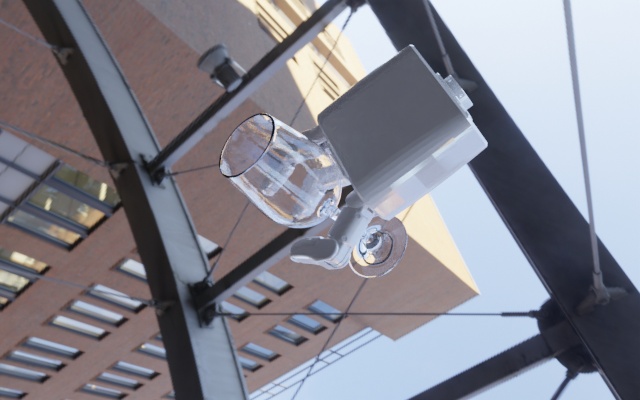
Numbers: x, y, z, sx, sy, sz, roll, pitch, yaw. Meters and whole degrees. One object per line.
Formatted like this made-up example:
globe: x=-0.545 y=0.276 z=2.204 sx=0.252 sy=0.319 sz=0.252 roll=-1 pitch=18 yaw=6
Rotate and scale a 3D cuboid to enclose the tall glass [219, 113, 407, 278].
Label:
tall glass: x=0.000 y=0.002 z=0.446 sx=0.079 sy=0.079 sz=0.201 roll=0 pitch=-28 yaw=43
